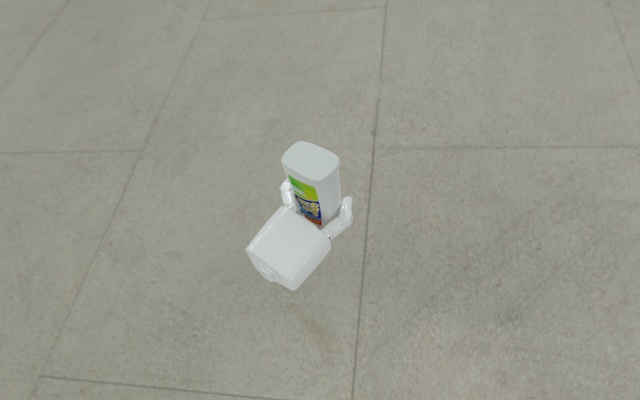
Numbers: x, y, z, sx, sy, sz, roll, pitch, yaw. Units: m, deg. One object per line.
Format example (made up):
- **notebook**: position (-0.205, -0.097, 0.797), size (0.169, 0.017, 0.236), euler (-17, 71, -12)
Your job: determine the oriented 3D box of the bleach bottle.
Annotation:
- **bleach bottle**: position (0.000, 0.003, 0.898), size (0.102, 0.068, 0.251), euler (28, -26, 28)
